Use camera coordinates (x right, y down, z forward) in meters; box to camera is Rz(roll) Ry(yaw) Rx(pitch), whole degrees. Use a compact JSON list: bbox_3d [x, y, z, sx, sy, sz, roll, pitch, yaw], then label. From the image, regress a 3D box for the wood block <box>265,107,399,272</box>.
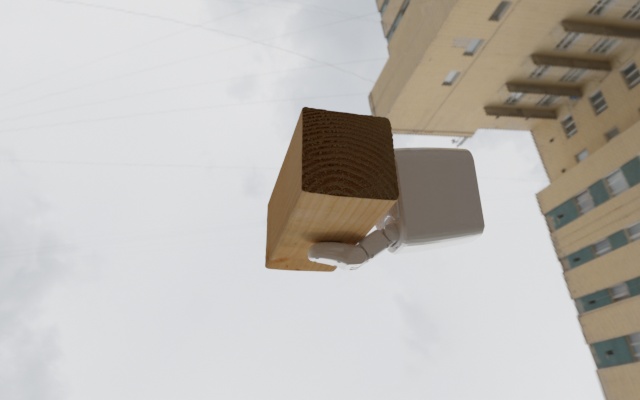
[{"bbox_3d":[0.000,0.002,0.515,0.090,0.090,0.206,5,-28,-13],"label":"wood block"}]
